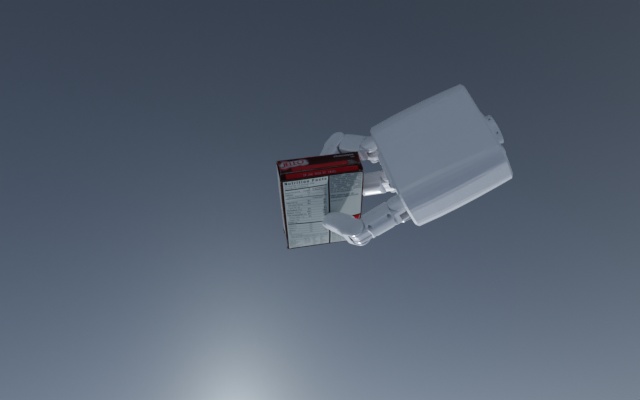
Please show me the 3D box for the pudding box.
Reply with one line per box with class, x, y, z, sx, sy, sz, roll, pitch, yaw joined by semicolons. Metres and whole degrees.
pudding box;0.000;0.002;0.536;0.090;0.114;0.039;-7;43;-6
